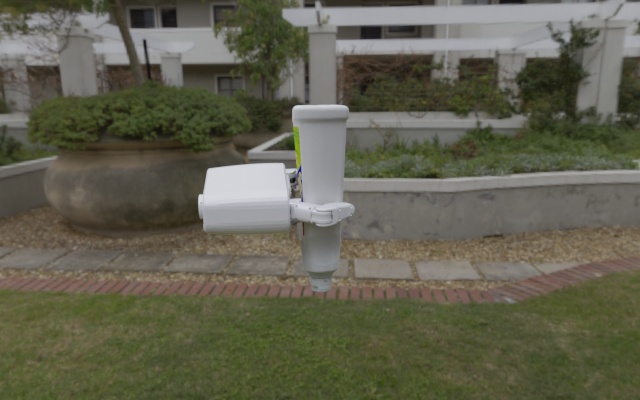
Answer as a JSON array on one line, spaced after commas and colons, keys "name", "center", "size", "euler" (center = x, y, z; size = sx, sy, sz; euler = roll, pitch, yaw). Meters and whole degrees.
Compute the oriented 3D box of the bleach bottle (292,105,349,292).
[{"name": "bleach bottle", "center": [0.000, 0.002, 0.632], "size": [0.068, 0.251, 0.102], "euler": [-3, 12, -7]}]
